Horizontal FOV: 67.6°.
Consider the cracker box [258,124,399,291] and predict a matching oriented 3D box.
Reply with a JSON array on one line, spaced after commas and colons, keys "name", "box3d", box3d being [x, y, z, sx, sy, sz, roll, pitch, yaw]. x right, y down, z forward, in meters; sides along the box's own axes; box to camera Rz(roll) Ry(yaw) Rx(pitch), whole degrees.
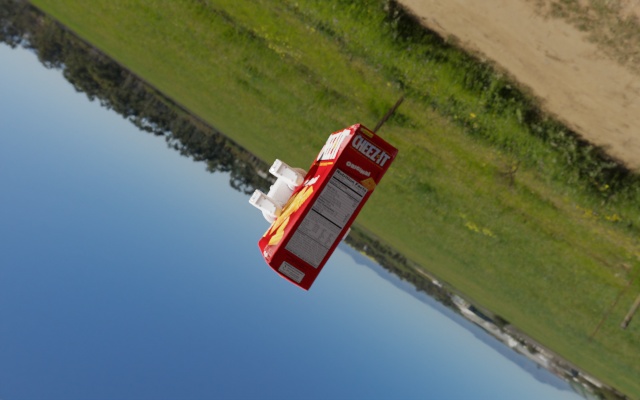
[{"name": "cracker box", "box3d": [0.000, 0.002, 0.666, 0.072, 0.213, 0.164, 33, -2, -11]}]
